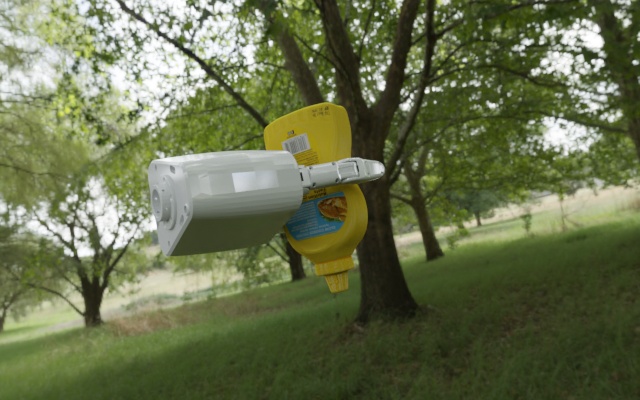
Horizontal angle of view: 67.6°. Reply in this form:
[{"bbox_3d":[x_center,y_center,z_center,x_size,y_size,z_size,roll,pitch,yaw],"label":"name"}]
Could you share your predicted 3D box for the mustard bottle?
[{"bbox_3d":[0.000,0.001,0.506,0.096,0.191,0.058,-15,-7,31],"label":"mustard bottle"}]
